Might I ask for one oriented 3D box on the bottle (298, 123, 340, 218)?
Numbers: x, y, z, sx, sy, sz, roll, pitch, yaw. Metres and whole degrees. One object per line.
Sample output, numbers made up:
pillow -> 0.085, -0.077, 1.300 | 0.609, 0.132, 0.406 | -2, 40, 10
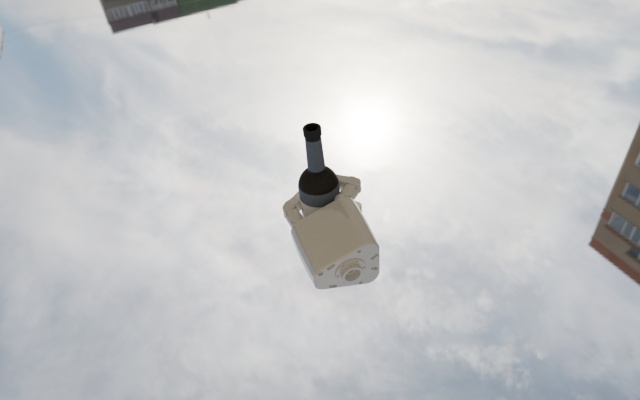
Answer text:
bottle -> 0.000, 0.003, 0.792 | 0.069, 0.296, 0.069 | -4, 42, 3
